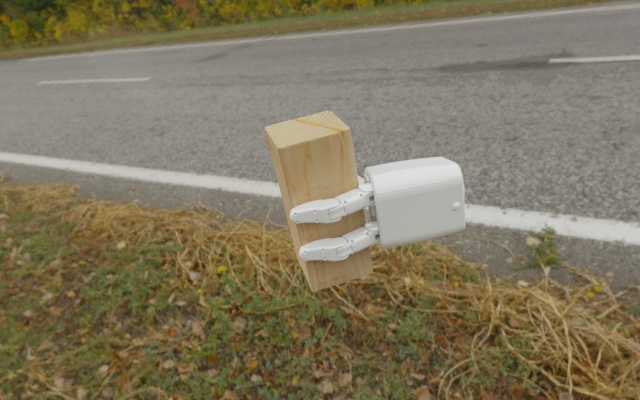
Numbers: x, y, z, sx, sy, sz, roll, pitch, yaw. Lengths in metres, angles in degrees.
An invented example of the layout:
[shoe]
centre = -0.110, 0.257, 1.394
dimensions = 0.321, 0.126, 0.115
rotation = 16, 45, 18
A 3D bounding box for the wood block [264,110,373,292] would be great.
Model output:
[wood block]
centre = 0.000, 0.002, 0.621
dimensions = 0.090, 0.206, 0.090
rotation = -16, 28, -9
